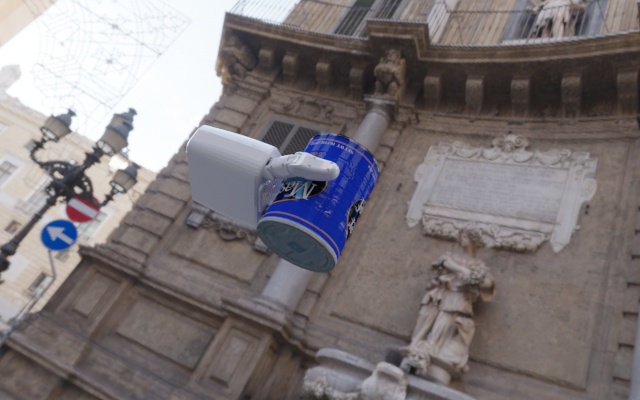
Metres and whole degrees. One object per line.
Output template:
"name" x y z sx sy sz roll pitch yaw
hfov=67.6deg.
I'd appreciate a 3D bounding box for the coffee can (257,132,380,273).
"coffee can" 0.000 0.002 0.586 0.103 0.140 0.103 22 -29 13
